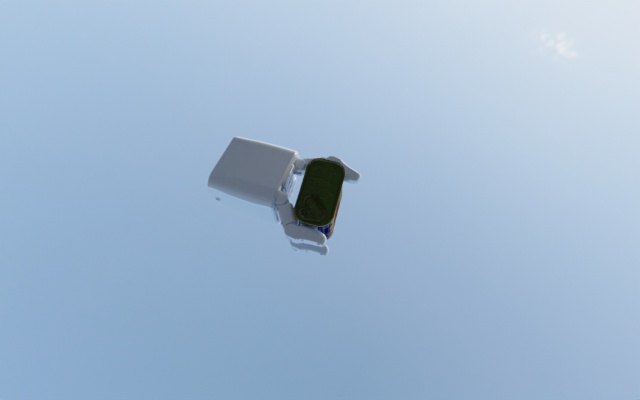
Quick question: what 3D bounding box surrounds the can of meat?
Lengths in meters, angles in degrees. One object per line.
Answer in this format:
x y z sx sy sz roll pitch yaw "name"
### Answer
0.000 0.002 0.708 0.057 0.102 0.084 13 -21 7 "can of meat"
